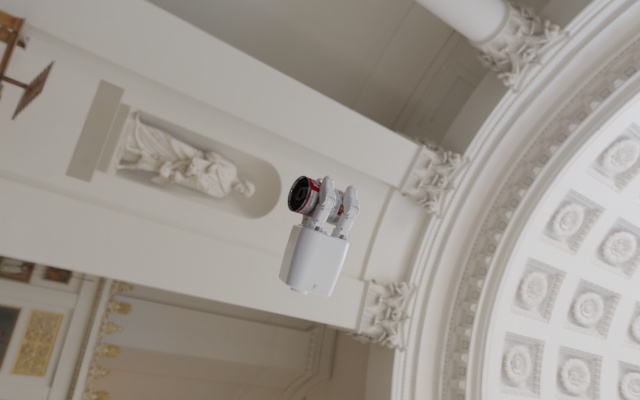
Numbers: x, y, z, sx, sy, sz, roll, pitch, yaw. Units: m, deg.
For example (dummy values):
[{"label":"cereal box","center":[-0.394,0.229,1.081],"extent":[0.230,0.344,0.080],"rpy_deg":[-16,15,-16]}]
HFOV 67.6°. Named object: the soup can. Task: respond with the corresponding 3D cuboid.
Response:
[{"label":"soup can","center":[0.000,0.002,0.878],"extent":[0.102,0.068,0.068],"rpy_deg":[21,-11,-31]}]
